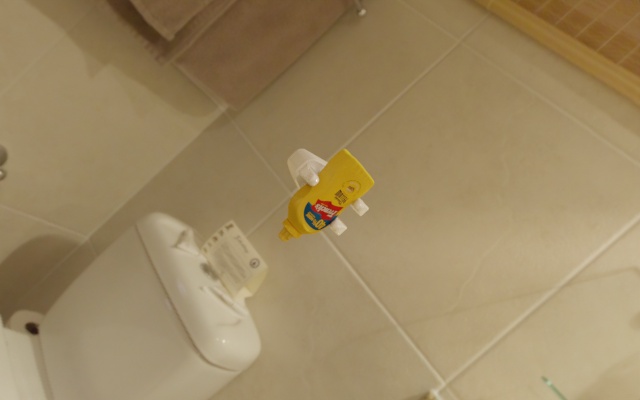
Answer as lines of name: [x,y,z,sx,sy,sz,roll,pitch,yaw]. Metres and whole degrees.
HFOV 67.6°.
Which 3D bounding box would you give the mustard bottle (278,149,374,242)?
mustard bottle: [0.000,0.003,0.845,0.096,0.191,0.058,44,4,-48]
